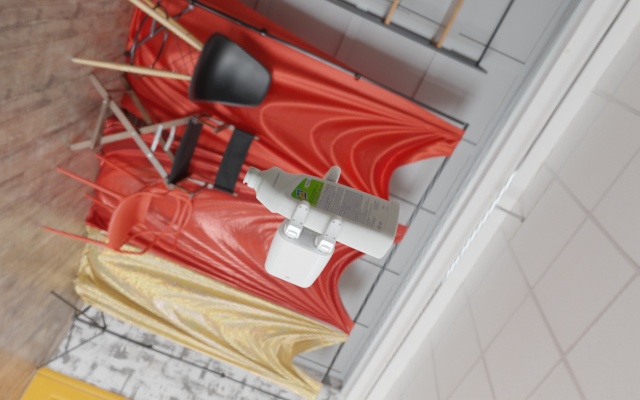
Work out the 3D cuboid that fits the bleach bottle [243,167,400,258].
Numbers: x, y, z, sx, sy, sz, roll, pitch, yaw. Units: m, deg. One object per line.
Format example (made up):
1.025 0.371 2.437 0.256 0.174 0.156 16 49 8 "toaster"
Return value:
0.000 0.003 0.773 0.251 0.102 0.068 23 -46 -4 "bleach bottle"
